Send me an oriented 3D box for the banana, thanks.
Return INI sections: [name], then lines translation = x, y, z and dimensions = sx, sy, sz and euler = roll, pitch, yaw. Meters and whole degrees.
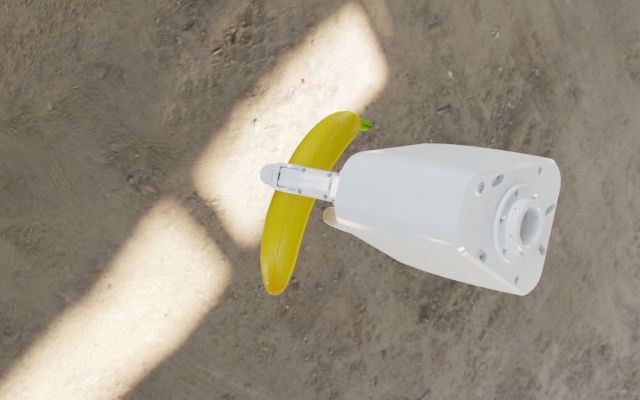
[banana]
translation = -0.009, -0.011, 0.433
dimensions = 0.037, 0.197, 0.070
euler = 14, -22, 47
